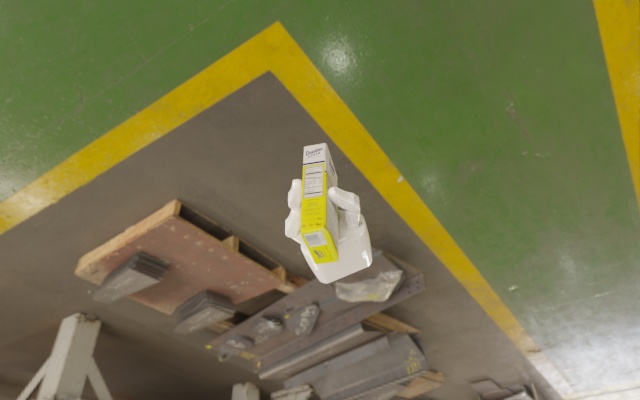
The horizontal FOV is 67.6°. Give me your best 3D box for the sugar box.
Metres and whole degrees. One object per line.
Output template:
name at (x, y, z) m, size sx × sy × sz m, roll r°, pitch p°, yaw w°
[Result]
sugar box at (0.000, 0.003, 0.769) m, size 0.048 × 0.176 × 0.093 m, roll -10°, pitch -40°, yaw 9°
